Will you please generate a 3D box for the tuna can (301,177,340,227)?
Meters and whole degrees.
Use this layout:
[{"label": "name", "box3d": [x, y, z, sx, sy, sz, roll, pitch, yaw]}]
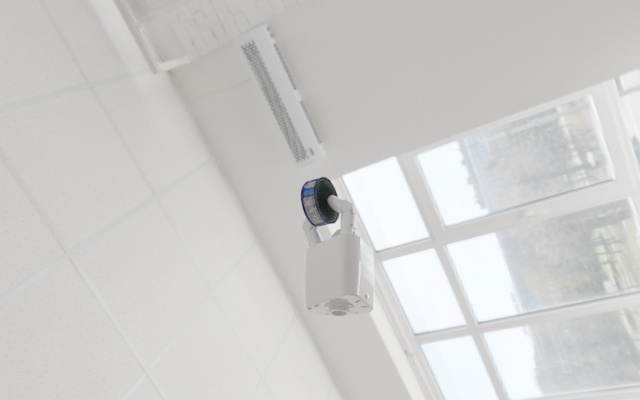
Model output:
[{"label": "tuna can", "box3d": [0.000, 0.003, 0.851, 0.034, 0.086, 0.086, -14, -6, 27]}]
